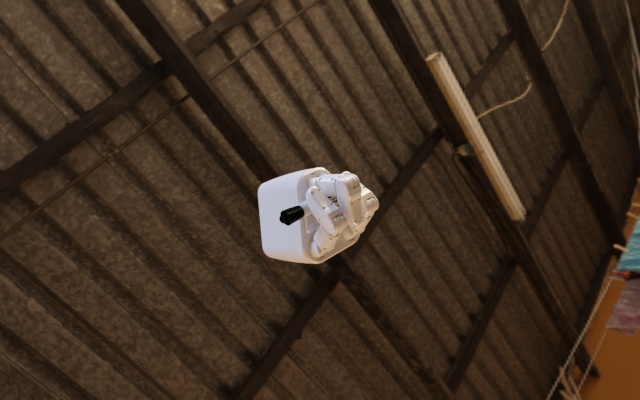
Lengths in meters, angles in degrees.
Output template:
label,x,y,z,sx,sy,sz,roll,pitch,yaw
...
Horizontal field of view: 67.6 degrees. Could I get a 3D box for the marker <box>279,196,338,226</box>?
label,x,y,z,sx,sy,sz,roll,pitch,yaw
marker,0.000,0.002,0.573,0.121,0.020,0.020,-25,15,-36
